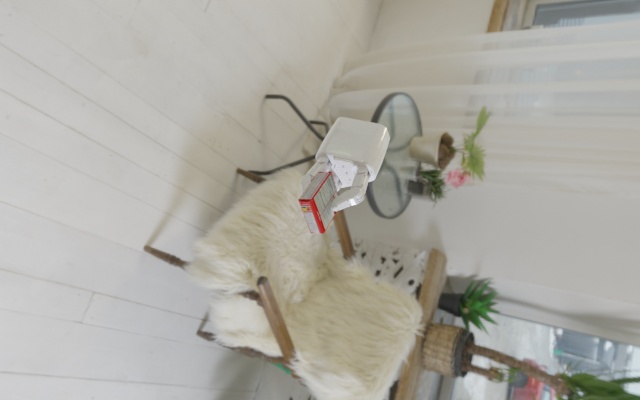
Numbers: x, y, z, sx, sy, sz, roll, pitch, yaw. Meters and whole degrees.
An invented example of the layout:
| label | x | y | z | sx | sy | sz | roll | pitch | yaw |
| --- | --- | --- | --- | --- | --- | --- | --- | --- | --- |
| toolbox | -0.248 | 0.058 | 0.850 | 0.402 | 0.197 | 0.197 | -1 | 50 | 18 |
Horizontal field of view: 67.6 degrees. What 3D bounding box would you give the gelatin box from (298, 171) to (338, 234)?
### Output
| label | x | y | z | sx | sy | sz | roll | pitch | yaw |
| --- | --- | --- | --- | --- | --- | --- | --- | --- | --- |
| gelatin box | 0.000 | 0.003 | 0.834 | 0.030 | 0.073 | 0.089 | 0 | 37 | 28 |
